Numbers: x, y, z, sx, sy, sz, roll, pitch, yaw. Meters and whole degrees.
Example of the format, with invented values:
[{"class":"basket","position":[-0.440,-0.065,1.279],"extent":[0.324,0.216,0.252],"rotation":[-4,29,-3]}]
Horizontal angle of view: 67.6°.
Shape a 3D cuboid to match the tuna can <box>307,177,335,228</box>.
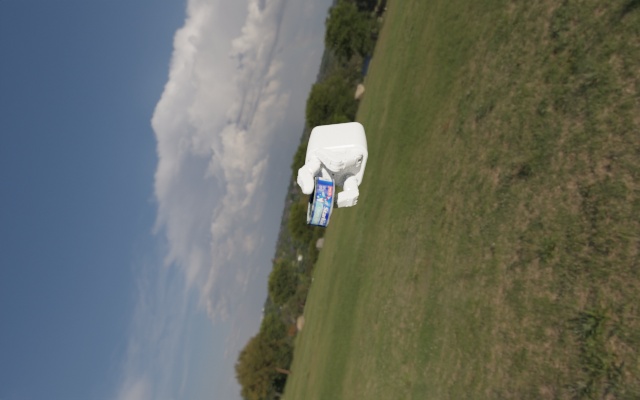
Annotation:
[{"class":"tuna can","position":[0.000,0.003,0.831],"extent":[0.034,0.086,0.086],"rotation":[10,-1,-7]}]
